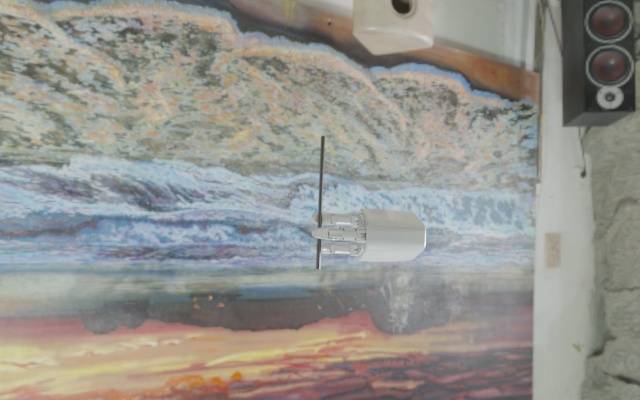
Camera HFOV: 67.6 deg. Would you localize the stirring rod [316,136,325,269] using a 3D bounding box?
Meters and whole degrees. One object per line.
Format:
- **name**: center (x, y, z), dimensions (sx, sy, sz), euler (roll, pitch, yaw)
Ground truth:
- **stirring rod**: center (0.000, 0.003, 0.863), dimensions (0.011, 0.239, 0.011), euler (2, -3, 0)
